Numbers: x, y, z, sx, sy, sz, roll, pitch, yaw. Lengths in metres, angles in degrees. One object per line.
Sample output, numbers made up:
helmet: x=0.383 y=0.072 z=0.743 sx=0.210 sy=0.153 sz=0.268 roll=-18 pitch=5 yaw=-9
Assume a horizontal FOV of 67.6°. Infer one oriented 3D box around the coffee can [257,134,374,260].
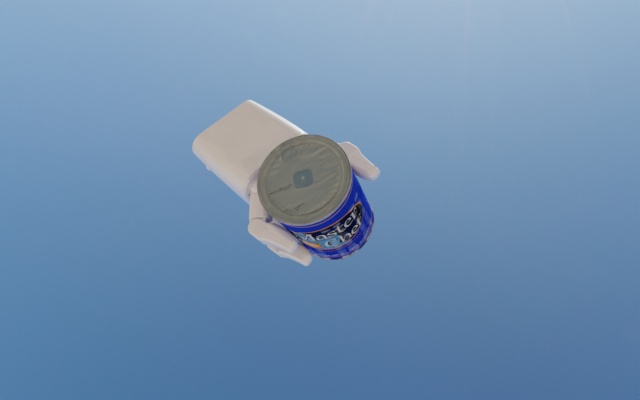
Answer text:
coffee can: x=0.000 y=0.002 z=0.555 sx=0.103 sy=0.102 sz=0.140 roll=0 pitch=-22 yaw=17
